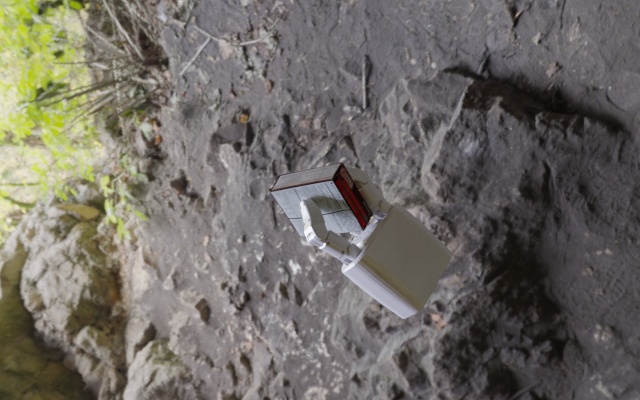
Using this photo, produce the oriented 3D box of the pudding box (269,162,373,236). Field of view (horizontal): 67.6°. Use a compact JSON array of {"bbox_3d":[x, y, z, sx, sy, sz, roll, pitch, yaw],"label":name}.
[{"bbox_3d":[0.000,0.002,0.633,0.113,0.090,0.039,-10,34,36],"label":"pudding box"}]
